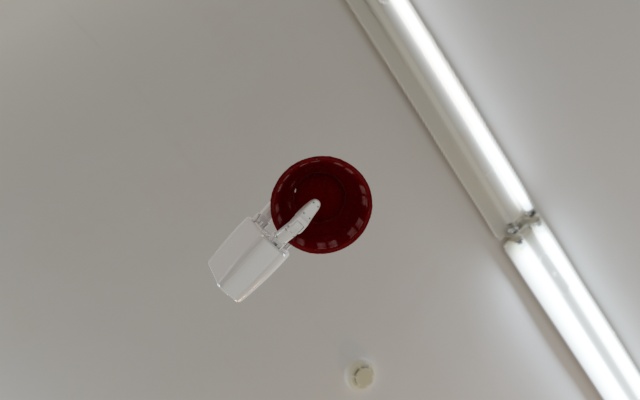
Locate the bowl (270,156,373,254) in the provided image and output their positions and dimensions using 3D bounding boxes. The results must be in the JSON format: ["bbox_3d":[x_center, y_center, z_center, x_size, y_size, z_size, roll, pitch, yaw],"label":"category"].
[{"bbox_3d":[0.001,0.002,0.776,0.162,0.162,0.055,0,16,-4],"label":"bowl"}]
